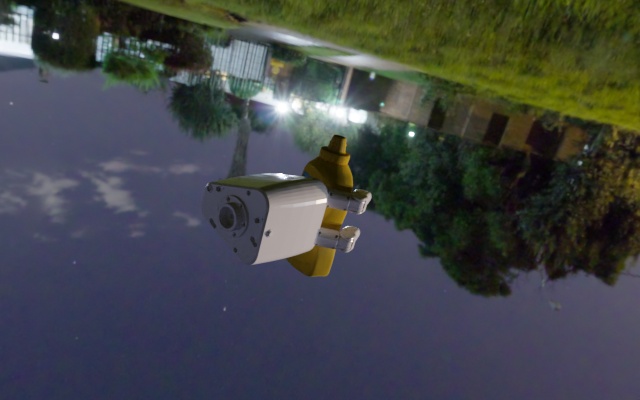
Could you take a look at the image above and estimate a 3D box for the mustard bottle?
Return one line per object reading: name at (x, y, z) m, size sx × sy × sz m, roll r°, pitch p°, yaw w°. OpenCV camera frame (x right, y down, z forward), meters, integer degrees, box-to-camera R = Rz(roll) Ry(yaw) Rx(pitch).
mustard bottle at (0.000, 0.002, 0.663) m, size 0.058 × 0.192 × 0.096 m, roll 4°, pitch 22°, yaw -30°
